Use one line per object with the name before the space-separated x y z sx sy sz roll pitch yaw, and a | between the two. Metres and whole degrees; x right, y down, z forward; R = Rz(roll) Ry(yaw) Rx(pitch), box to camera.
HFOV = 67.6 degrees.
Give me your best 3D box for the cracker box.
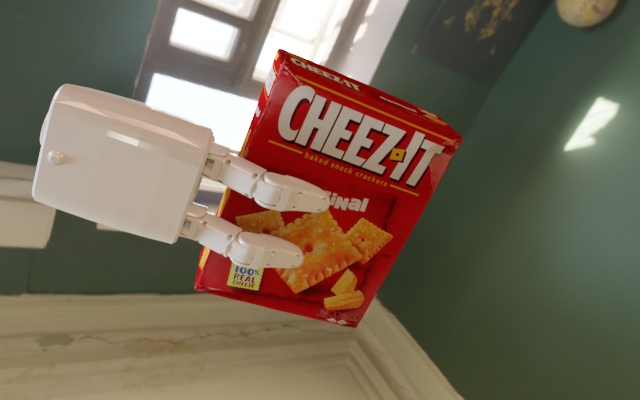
cracker box | 0.000 0.001 0.428 0.164 0.214 0.072 19 22 -17
